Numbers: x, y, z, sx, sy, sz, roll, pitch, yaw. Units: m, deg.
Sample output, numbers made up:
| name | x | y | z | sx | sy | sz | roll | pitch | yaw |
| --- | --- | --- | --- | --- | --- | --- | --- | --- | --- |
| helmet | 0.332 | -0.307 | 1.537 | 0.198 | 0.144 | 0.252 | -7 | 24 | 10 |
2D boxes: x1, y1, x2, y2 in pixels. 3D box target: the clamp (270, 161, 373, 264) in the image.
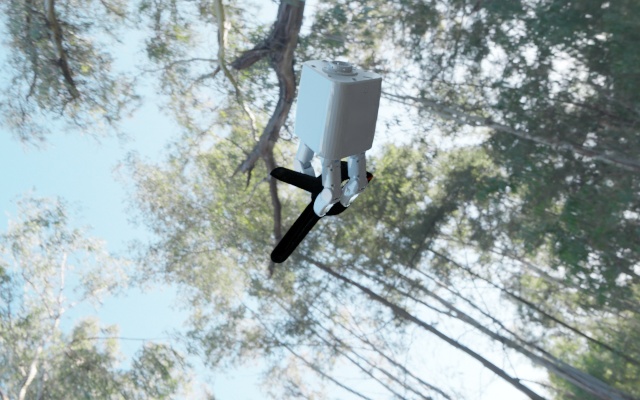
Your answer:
| name | x | y | z | sx | sy | sz | roll | pitch | yaw |
| --- | --- | --- | --- | --- | --- | --- | --- | --- | --- |
| clamp | 0.000 | 0.002 | 0.737 | 0.210 | 0.165 | 0.036 | -21 | 43 | -41 |
